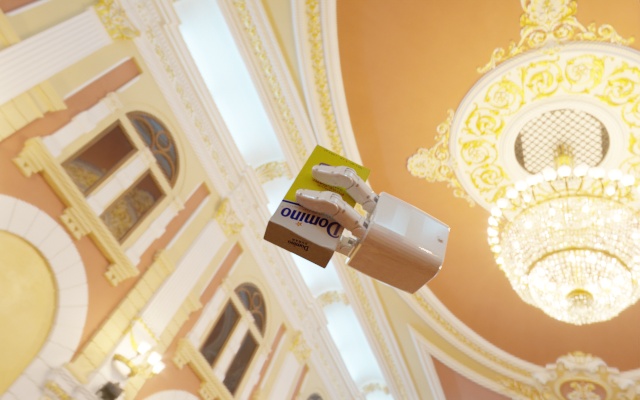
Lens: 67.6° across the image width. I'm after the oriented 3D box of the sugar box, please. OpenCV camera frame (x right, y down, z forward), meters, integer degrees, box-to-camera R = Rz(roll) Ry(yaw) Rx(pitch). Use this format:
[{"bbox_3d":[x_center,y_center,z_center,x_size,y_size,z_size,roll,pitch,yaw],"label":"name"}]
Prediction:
[{"bbox_3d":[0.000,0.002,0.660,0.093,0.048,0.176,25,43,2],"label":"sugar box"}]
